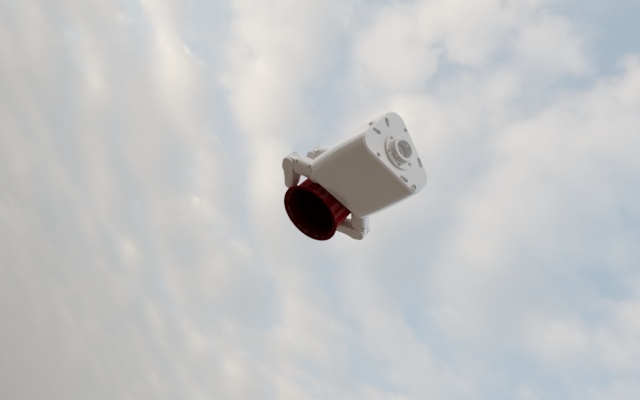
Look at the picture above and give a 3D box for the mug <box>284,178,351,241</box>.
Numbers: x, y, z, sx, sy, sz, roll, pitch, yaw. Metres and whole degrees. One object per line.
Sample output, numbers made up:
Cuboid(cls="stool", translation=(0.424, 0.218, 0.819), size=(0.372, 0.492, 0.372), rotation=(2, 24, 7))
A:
Cuboid(cls="mug", translation=(-0.001, 0.003, 0.711), size=(0.081, 0.093, 0.117), rotation=(-42, 9, -39))
